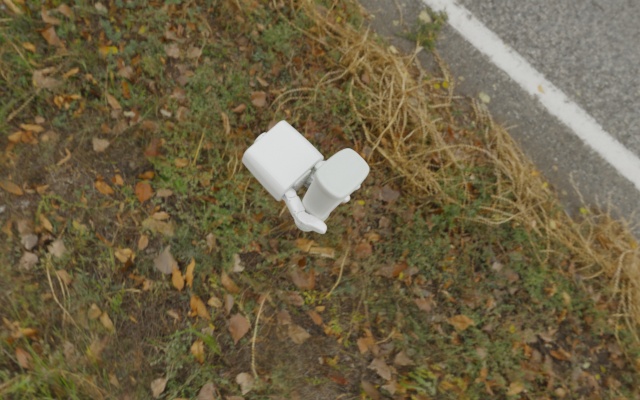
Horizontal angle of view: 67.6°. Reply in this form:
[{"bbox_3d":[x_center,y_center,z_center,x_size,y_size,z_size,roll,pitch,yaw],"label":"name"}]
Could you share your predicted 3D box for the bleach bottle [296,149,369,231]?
[{"bbox_3d":[0.000,0.003,0.898,0.102,0.068,0.251,-41,-6,-32],"label":"bleach bottle"}]
